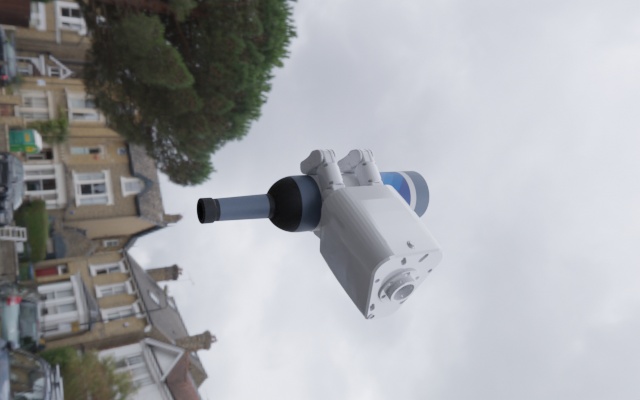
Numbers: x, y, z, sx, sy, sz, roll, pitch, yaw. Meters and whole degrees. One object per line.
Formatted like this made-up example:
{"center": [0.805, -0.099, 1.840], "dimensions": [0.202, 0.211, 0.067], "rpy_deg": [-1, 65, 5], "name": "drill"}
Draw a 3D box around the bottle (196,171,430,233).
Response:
{"center": [0.000, 0.002, 0.573], "dimensions": [0.296, 0.069, 0.069], "rpy_deg": [-4, 2, -32], "name": "bottle"}
